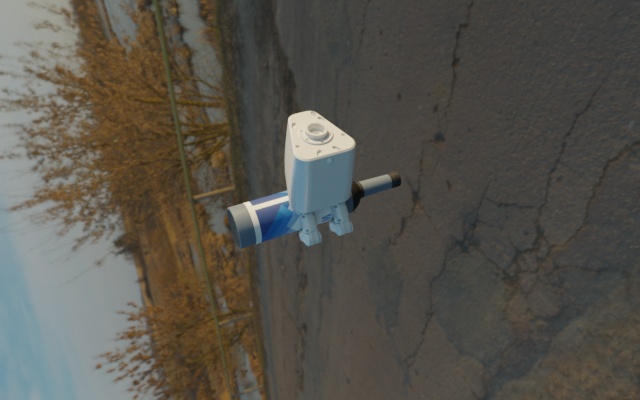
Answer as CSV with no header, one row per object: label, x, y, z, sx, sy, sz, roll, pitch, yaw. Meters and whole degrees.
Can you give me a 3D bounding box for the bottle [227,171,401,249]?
bottle,0.000,0.003,0.779,0.295,0.069,0.069,-17,6,-19
